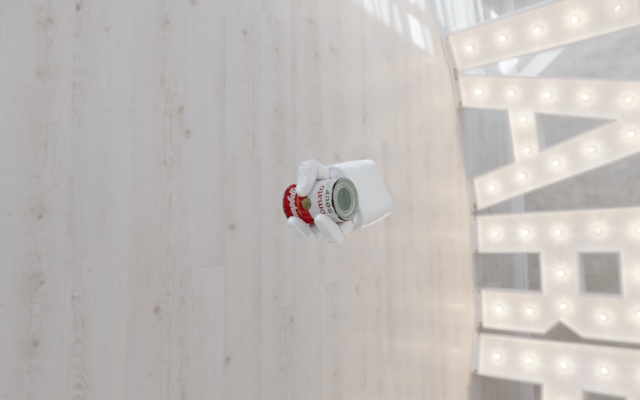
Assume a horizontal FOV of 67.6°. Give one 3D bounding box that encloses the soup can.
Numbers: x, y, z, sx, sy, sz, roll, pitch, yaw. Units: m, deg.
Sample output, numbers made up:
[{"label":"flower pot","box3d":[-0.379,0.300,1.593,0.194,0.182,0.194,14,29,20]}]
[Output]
[{"label":"soup can","box3d":[0.000,0.002,0.745,0.102,0.068,0.068,-6,-4,39]}]
